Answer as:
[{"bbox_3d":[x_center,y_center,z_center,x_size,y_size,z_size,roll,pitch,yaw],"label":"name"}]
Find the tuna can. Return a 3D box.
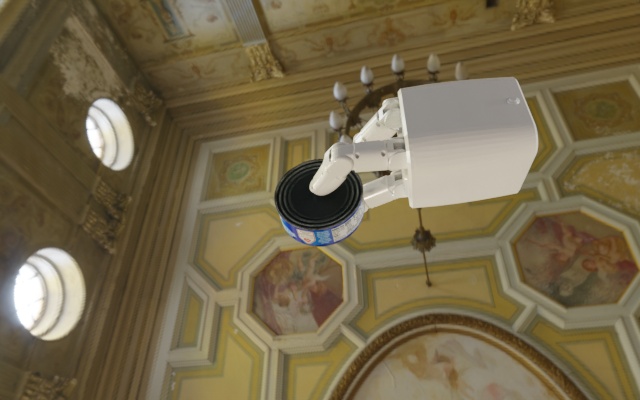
[{"bbox_3d":[0.000,0.002,0.467,0.086,0.086,0.034,0,-37,10],"label":"tuna can"}]
